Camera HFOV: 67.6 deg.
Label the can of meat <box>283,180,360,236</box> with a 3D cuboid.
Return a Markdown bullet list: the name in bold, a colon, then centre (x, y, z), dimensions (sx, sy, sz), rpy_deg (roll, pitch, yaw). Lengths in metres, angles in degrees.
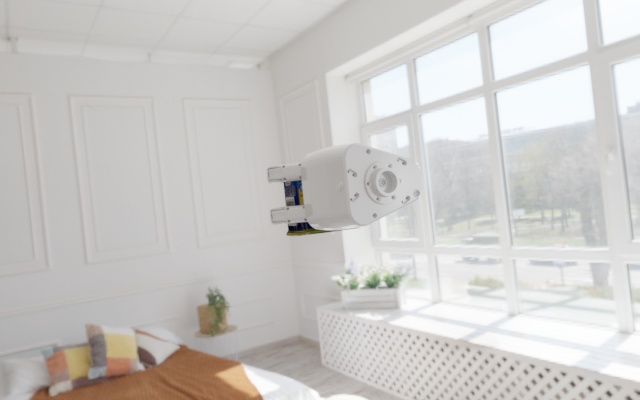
- **can of meat**: centre (0.000, 0.002, 0.666), dimensions (0.102, 0.084, 0.057), rpy_deg (-6, 0, -24)
